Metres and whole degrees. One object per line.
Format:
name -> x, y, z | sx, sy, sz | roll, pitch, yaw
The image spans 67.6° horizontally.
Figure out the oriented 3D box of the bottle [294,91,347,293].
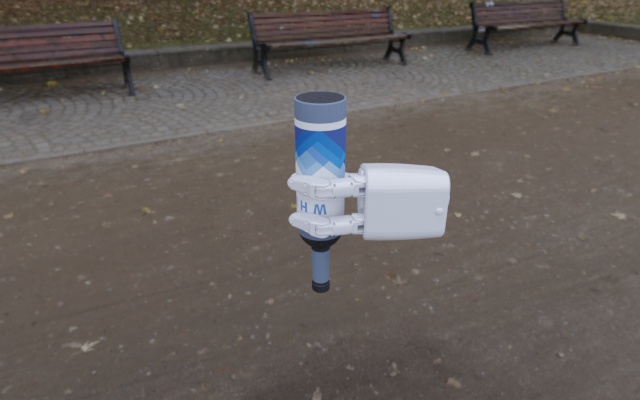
bottle -> 0.000, 0.002, 0.666 | 0.069, 0.296, 0.069 | 0, 26, 0
